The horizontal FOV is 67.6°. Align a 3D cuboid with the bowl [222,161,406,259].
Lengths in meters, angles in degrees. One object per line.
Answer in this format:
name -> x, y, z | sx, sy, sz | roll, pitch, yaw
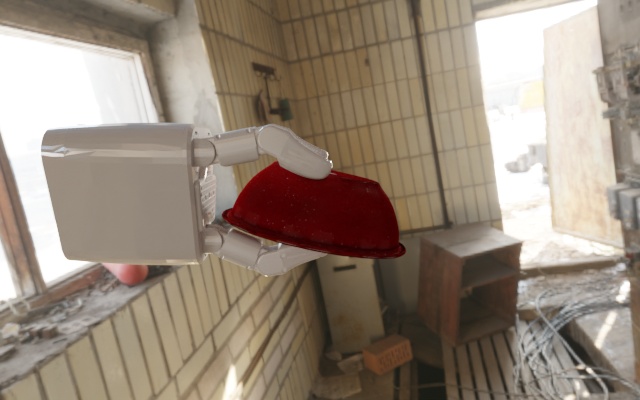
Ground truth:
bowl -> 0.001, 0.001, 0.414 | 0.162, 0.055, 0.162 | 12, 6, -1
